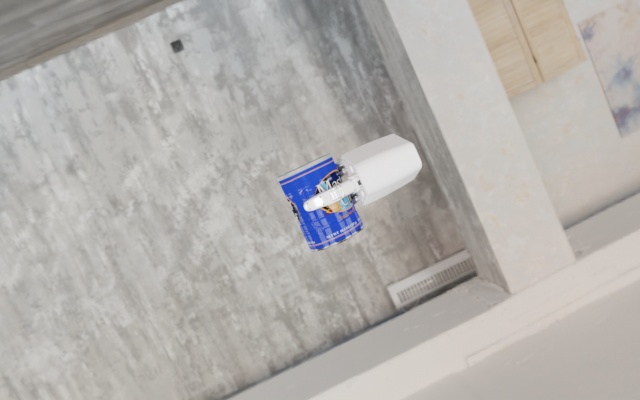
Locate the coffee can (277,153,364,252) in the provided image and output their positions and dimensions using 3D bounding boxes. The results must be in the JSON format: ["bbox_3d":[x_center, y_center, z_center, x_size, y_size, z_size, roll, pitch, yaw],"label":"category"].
[{"bbox_3d":[0.000,0.003,0.822,0.103,0.140,0.103,-25,6,3],"label":"coffee can"}]
